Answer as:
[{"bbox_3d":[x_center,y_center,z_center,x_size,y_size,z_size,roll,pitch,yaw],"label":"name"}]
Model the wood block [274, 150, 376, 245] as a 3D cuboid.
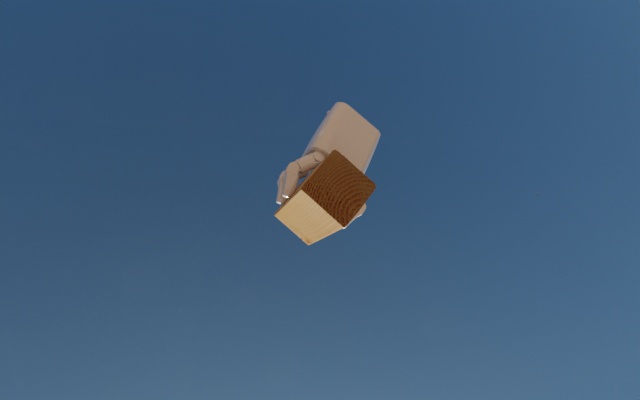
[{"bbox_3d":[0.001,0.003,0.813,0.091,0.090,0.206,41,-20,-4],"label":"wood block"}]
